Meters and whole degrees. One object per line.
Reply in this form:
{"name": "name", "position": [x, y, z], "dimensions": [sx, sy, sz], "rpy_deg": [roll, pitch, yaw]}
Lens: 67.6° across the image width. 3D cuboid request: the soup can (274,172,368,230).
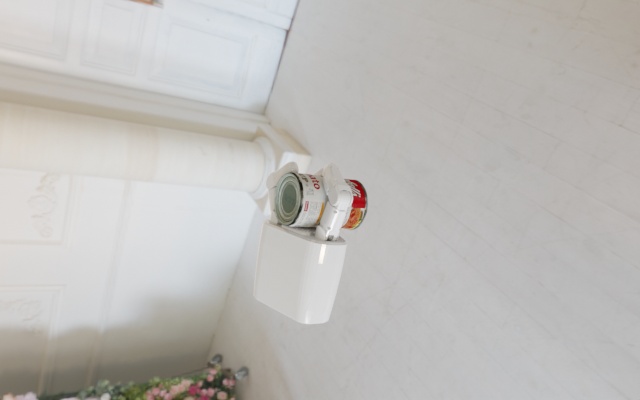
{"name": "soup can", "position": [0.000, 0.002, 0.609], "dimensions": [0.102, 0.068, 0.068], "rpy_deg": [5, -3, -34]}
